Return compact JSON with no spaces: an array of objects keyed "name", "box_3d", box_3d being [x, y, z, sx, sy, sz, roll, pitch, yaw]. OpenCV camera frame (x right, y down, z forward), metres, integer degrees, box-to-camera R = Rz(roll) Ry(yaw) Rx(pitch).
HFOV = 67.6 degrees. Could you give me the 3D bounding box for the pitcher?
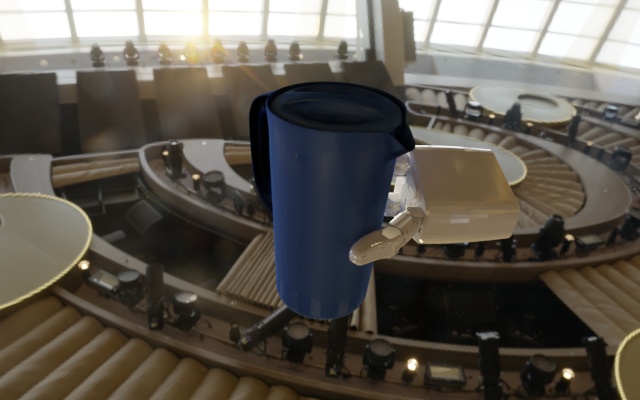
[{"name":"pitcher","box_3d":[0.000,0.002,0.514,0.145,0.243,0.149,-2,32,-11]}]
